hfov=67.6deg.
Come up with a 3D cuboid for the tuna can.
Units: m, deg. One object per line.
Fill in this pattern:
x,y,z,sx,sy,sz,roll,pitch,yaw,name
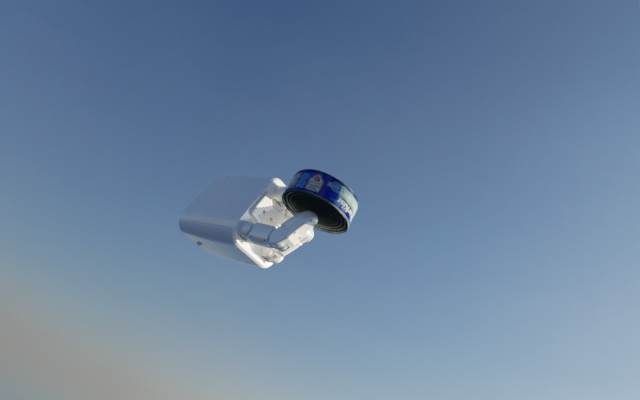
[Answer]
0.000,0.001,0.558,0.086,0.033,0.086,23,-25,11,tuna can
